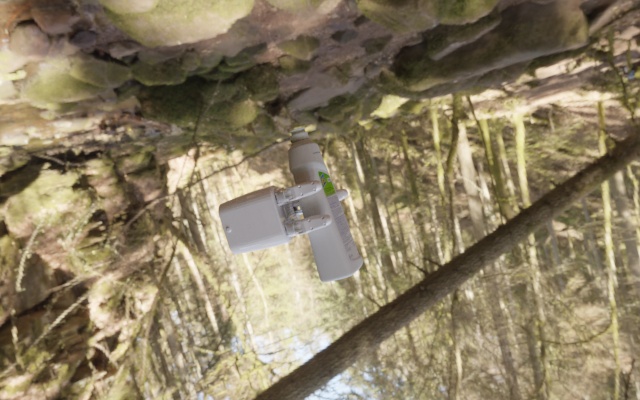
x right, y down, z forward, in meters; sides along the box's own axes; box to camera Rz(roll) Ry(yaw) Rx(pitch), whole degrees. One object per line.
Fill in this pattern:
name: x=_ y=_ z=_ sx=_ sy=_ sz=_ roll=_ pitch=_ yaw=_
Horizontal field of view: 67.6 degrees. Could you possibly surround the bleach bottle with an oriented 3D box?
bleach bottle: x=0.000 y=0.003 z=0.797 sx=0.068 sy=0.251 sz=0.102 roll=-16 pitch=2 yaw=16
